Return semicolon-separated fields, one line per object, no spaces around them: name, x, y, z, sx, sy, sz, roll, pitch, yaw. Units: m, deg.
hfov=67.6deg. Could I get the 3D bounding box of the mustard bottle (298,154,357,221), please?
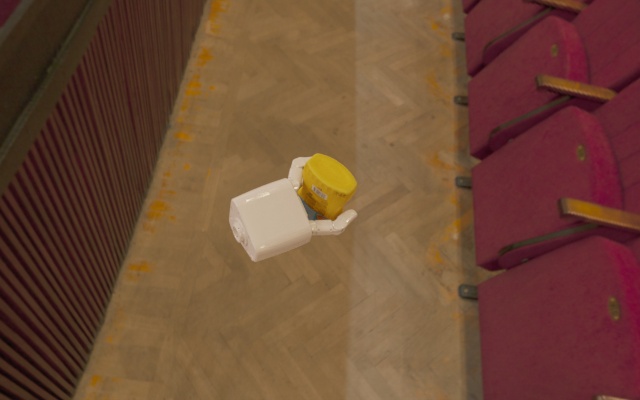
mustard bottle;0.000;0.003;0.884;0.096;0.058;0.192;36;-34;10
